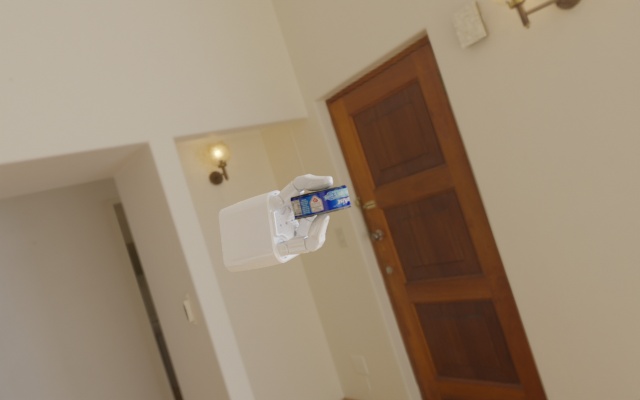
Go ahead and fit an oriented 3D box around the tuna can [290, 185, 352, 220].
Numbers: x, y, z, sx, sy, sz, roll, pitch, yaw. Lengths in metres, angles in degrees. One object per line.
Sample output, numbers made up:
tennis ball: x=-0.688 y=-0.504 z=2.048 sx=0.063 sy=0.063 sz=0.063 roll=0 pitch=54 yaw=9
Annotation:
tuna can: x=0.000 y=0.002 z=0.693 sx=0.086 sy=0.034 sz=0.086 roll=-13 pitch=1 yaw=0
